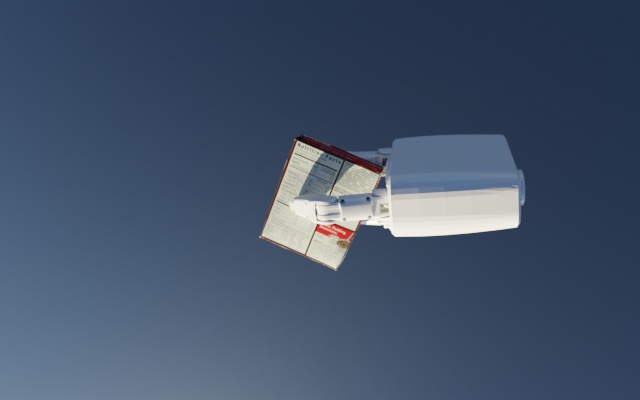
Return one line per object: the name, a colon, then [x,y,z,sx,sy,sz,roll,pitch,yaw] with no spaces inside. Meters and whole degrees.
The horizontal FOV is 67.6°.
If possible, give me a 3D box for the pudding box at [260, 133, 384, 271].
pudding box: [0.000,0.002,0.476,0.090,0.113,0.039,24,16,4]
